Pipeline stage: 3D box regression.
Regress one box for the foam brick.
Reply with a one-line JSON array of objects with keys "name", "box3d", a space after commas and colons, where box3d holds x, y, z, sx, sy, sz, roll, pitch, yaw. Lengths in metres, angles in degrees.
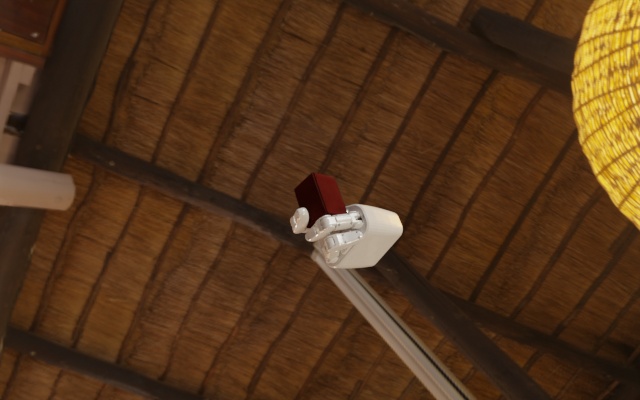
[{"name": "foam brick", "box3d": [0.000, 0.002, 0.784, 0.051, 0.078, 0.053, 7, -35, -44]}]
